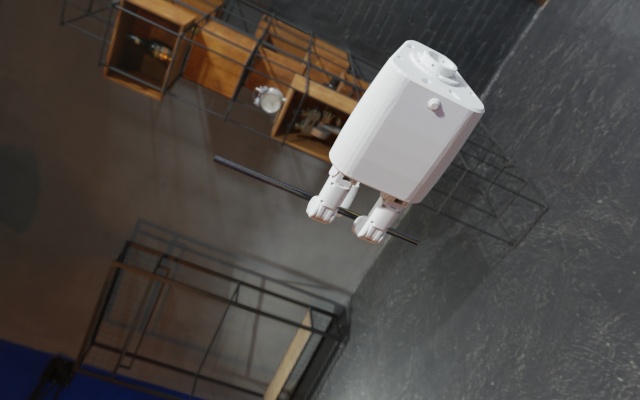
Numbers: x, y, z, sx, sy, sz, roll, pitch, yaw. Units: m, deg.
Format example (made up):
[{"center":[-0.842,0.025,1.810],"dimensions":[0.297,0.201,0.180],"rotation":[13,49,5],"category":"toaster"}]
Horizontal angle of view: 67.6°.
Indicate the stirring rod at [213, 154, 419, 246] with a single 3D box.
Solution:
[{"center":[0.000,0.002,0.514],"dimensions":[0.239,0.011,0.011],"rotation":[23,-5,-12],"category":"stirring rod"}]
